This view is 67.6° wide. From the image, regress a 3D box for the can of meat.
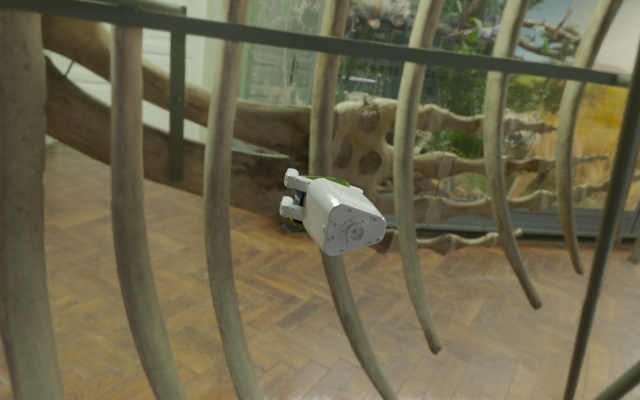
[{"bbox_3d":[0.000,0.003,0.891,0.102,0.084,0.057,2,23,-17],"label":"can of meat"}]
